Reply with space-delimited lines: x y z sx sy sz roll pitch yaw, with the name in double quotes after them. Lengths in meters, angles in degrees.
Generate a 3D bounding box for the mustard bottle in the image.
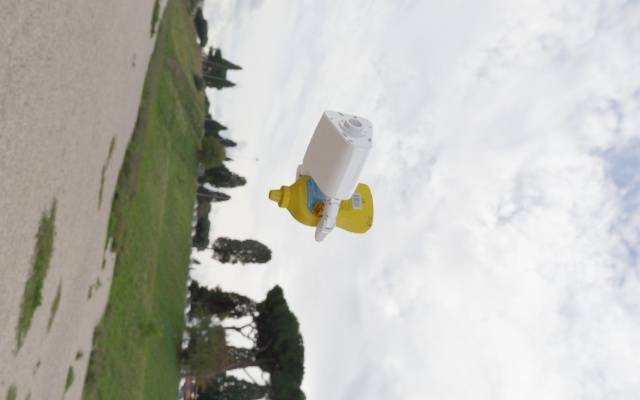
0.000 0.003 0.866 0.191 0.096 0.058 9 -28 -20 "mustard bottle"
